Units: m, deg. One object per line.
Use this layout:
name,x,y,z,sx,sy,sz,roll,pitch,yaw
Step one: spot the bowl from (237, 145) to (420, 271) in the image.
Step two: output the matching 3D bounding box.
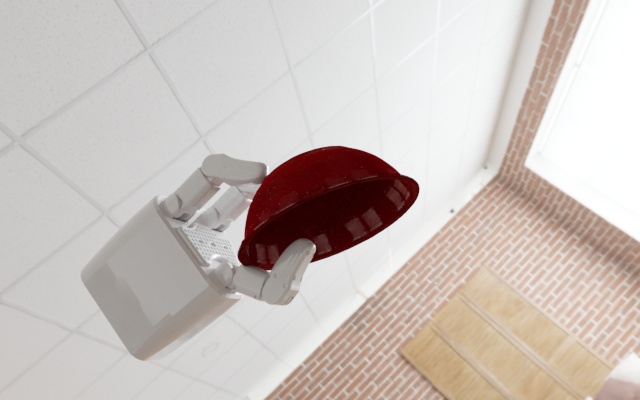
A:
bowl,0.001,0.000,0.409,0.162,0.055,0.162,-19,-22,-8
